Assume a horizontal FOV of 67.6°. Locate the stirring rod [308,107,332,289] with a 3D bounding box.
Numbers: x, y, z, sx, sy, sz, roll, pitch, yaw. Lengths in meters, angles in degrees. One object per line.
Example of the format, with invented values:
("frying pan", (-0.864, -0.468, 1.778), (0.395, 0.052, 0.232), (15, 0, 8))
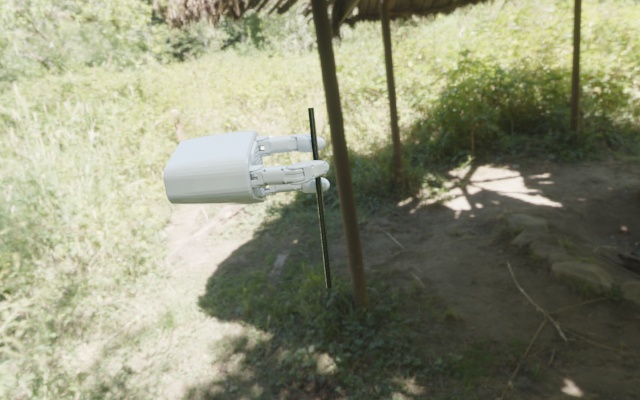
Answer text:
("stirring rod", (0.000, 0.002, 0.617), (0.011, 0.239, 0.011), (-6, 15, 1))
